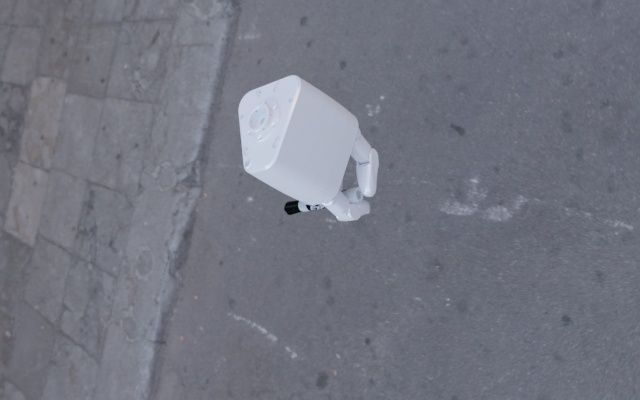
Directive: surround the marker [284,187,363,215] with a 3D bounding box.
[{"bbox_3d":[0.000,0.002,0.624,0.121,0.020,0.020,-11,-7,36],"label":"marker"}]
